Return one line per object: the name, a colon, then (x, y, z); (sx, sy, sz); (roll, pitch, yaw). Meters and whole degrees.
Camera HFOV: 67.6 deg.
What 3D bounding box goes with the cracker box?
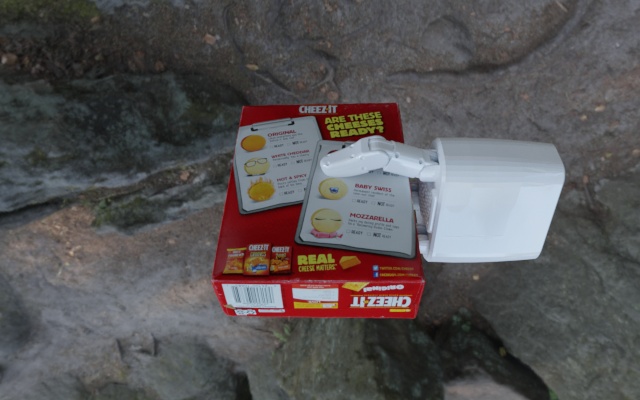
cracker box: (0.000, 0.001, 0.448); (0.164, 0.213, 0.072); (-1, -41, 1)
